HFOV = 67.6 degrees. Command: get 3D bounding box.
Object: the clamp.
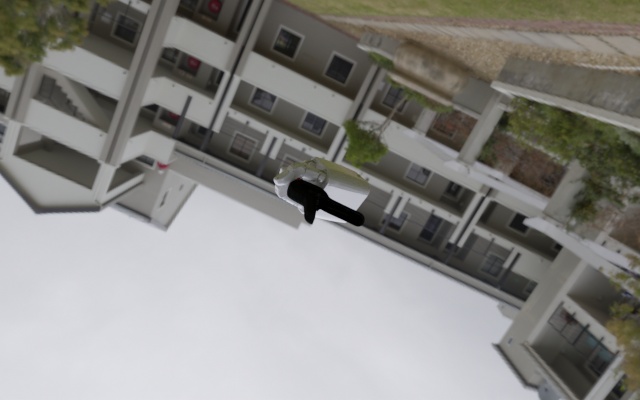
[{"bbox_3d":[0.000,0.003,0.860,0.120,0.039,0.171,15,20,-31],"label":"clamp"}]
